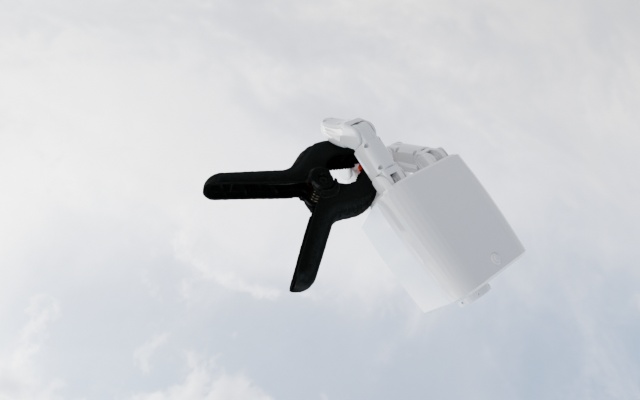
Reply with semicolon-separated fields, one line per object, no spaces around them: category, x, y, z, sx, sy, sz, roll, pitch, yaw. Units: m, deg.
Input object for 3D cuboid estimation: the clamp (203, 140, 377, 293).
clamp;0.000;0.002;0.414;0.171;0.120;0.039;-25;-16;-30
